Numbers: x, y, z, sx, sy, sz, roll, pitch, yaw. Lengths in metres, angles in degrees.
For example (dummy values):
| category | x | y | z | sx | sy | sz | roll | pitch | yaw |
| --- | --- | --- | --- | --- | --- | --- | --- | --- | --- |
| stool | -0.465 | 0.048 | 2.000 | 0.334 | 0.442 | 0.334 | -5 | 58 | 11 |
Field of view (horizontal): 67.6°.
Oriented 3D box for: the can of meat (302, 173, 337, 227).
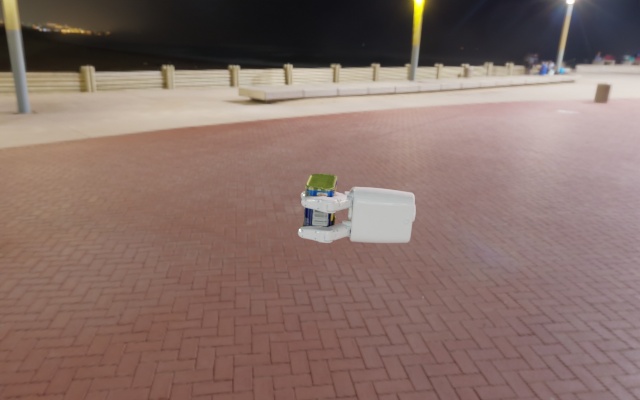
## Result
| category | x | y | z | sx | sy | sz | roll | pitch | yaw |
| --- | --- | --- | --- | --- | --- | --- | --- | --- | --- |
| can of meat | 0.000 | 0.002 | 0.867 | 0.057 | 0.084 | 0.102 | 5 | 19 | 4 |
